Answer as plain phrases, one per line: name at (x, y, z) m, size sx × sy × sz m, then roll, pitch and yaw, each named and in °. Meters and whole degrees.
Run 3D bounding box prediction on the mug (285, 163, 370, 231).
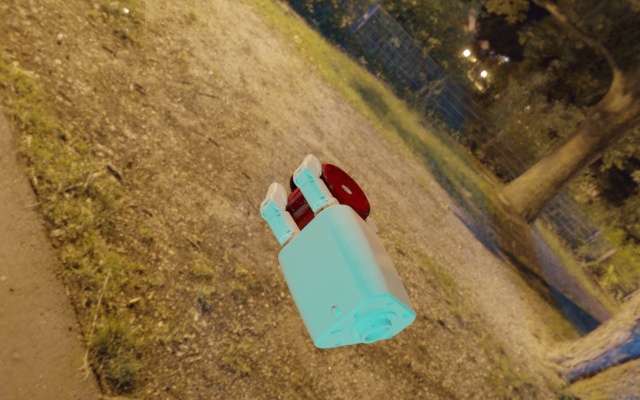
mug at (0.000, 0.001, 0.573) m, size 0.081 × 0.117 × 0.093 m, roll -43°, pitch -37°, yaw 23°
